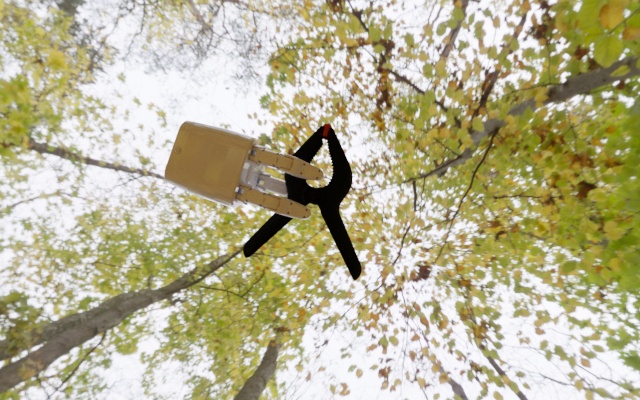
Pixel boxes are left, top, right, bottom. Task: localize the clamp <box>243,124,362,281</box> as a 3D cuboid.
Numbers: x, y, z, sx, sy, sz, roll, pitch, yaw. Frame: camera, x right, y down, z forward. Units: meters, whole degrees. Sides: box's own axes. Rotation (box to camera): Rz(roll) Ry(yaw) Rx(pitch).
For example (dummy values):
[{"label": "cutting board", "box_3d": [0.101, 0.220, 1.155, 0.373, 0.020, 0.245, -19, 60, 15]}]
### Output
[{"label": "clamp", "box_3d": [0.000, 0.002, 0.658, 0.164, 0.210, 0.036, 18, -3, 5]}]
